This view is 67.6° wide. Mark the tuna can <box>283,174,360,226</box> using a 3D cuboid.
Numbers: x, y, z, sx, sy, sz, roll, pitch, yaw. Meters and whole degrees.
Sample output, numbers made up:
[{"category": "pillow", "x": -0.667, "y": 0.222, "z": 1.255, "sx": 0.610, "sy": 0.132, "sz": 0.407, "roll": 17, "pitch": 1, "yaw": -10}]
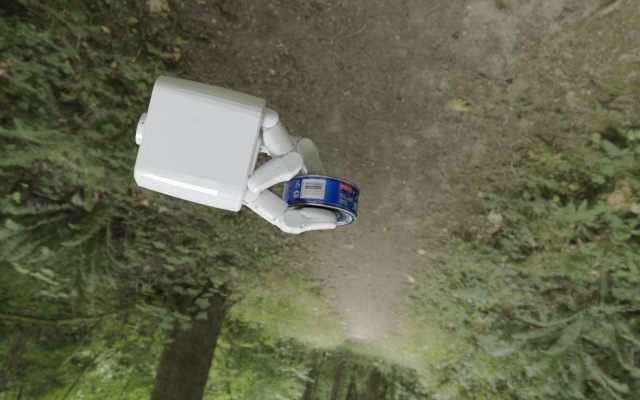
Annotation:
[{"category": "tuna can", "x": 0.000, "y": 0.002, "z": 0.533, "sx": 0.086, "sy": 0.033, "sz": 0.086, "roll": 6, "pitch": -18, "yaw": 2}]
